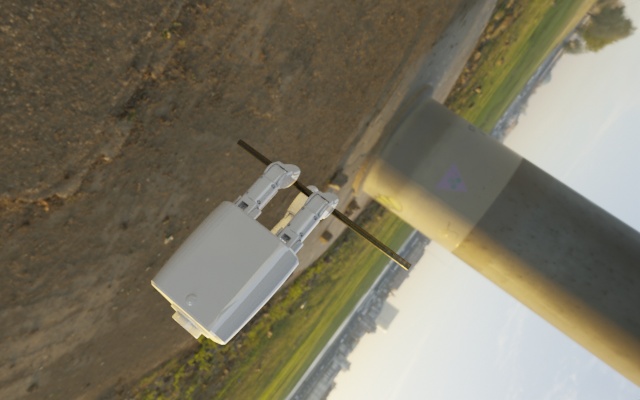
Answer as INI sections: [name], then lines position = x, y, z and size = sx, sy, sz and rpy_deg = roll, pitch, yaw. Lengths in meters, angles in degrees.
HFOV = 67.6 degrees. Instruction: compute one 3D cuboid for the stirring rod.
[stirring rod]
position = 0.000, 0.002, 0.533
size = 0.239, 0.011, 0.011
rpy_deg = 36, 8, 11
